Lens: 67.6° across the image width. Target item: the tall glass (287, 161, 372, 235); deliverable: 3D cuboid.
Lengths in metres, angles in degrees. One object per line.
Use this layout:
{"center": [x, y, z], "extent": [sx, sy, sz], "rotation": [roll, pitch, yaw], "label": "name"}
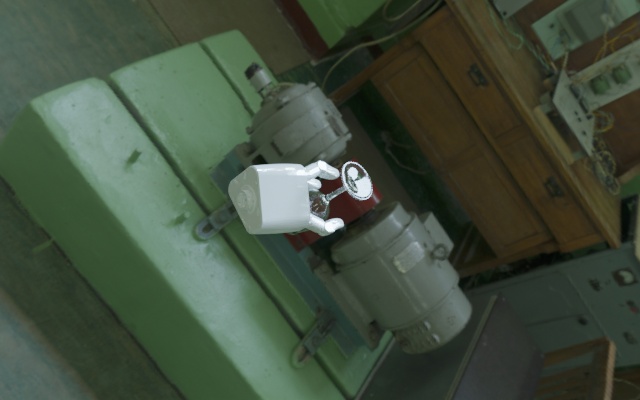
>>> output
{"center": [0.001, 0.003, 0.894], "extent": [0.079, 0.079, 0.201], "rotation": [0, -22, -43], "label": "tall glass"}
